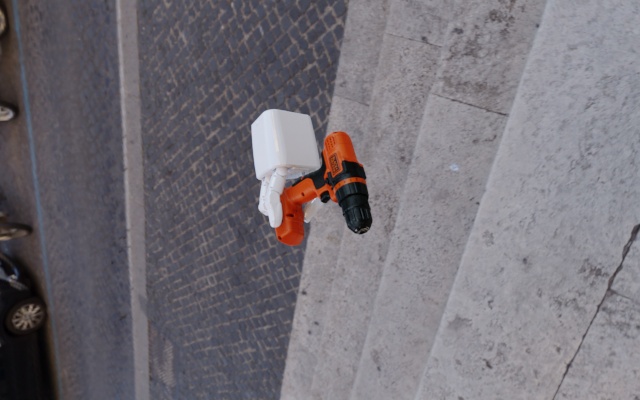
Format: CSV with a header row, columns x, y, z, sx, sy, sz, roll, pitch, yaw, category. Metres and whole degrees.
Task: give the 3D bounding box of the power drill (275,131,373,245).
x,y,z,sx,sy,sz,roll,pitch,yaw,category
0.000,0.003,0.794,0.057,0.184,0.188,20,-43,-41,power drill
